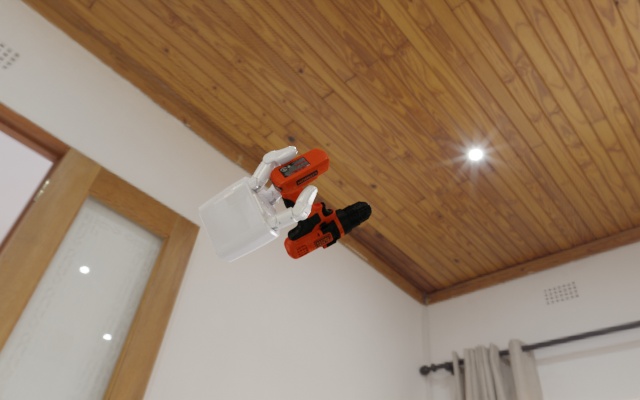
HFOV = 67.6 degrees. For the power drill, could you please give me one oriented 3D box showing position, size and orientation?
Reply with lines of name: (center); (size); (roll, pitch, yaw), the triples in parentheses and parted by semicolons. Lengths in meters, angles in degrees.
power drill: (0.000, 0.003, 0.868); (0.184, 0.188, 0.057); (-29, 37, -13)
